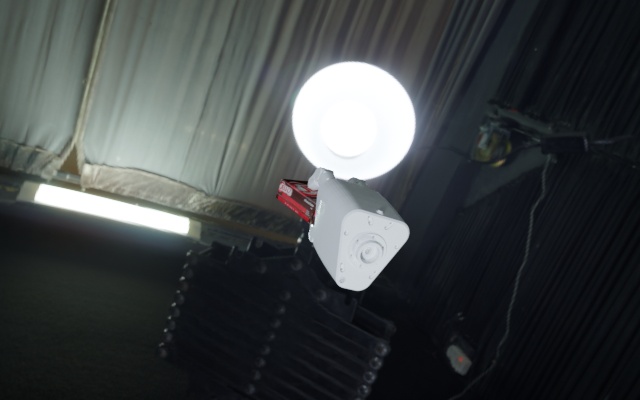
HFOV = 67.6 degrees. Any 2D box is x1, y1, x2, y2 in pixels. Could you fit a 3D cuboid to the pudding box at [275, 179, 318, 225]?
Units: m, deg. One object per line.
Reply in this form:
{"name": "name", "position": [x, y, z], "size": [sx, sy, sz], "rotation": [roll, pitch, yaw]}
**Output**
{"name": "pudding box", "position": [0.000, 0.003, 0.747], "size": [0.113, 0.039, 0.090], "rotation": [5, 24, -47]}
